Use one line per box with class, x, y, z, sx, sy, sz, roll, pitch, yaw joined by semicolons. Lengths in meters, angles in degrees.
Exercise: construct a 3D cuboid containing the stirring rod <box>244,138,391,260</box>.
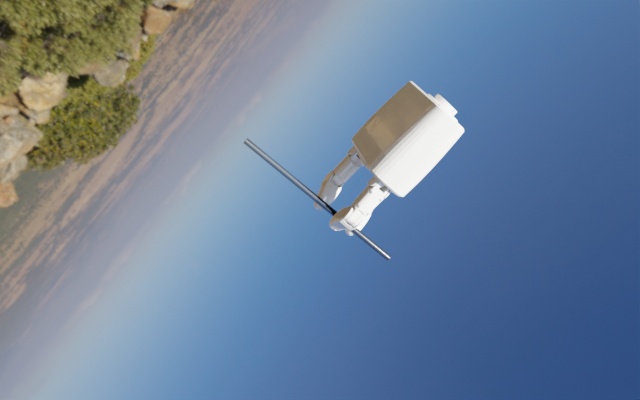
stirring rod;0.000;0.002;0.603;0.239;0.011;0.011;39;-11;-14
